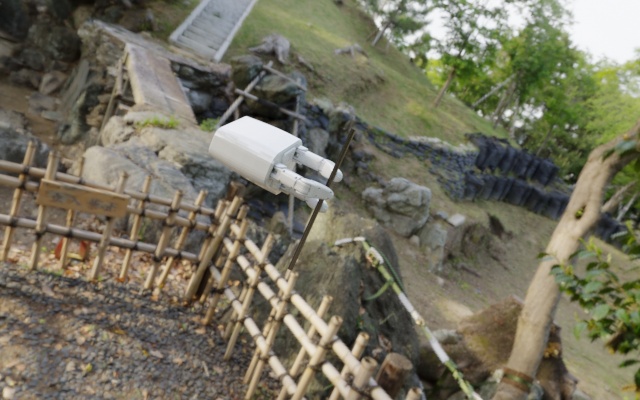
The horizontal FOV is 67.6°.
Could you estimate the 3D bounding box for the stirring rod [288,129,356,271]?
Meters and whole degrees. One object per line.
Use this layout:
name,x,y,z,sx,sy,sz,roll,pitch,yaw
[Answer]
stirring rod,0.000,0.002,0.730,0.011,0.239,0.011,23,13,-6
